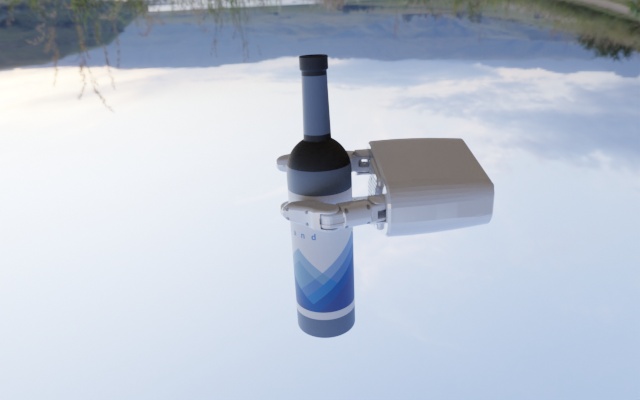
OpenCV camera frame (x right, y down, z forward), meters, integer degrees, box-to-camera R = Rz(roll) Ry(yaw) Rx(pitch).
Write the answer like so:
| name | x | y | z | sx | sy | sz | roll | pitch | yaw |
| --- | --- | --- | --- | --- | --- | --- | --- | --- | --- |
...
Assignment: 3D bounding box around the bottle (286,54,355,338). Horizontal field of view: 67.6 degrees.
| name | x | y | z | sx | sy | sz | roll | pitch | yaw |
| --- | --- | --- | --- | --- | --- | --- | --- | --- | --- |
| bottle | 0.000 | 0.002 | 0.499 | 0.069 | 0.296 | 0.069 | -2 | 21 | 1 |
